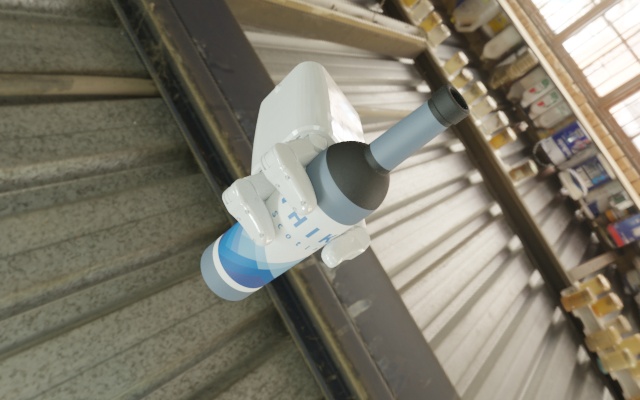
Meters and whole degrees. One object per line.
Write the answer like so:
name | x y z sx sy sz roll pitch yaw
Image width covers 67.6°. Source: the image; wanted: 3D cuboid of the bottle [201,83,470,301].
bottle | 0.000 0.002 0.419 0.296 0.069 0.069 -37 -23 34
